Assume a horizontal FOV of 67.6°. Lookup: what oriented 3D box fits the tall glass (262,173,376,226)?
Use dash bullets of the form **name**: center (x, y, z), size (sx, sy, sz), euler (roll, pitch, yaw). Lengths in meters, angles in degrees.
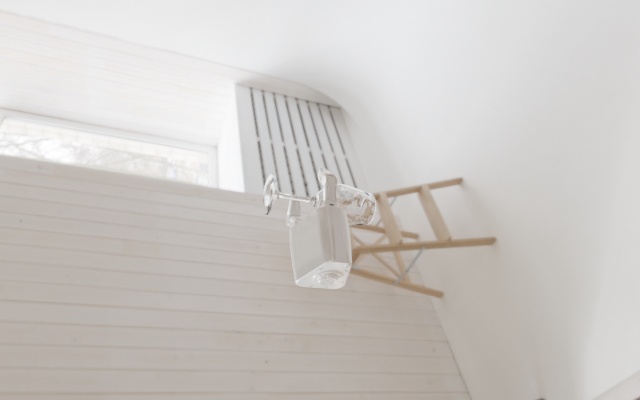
- **tall glass**: center (0.000, 0.003, 0.879), size (0.201, 0.079, 0.079), euler (8, -3, -22)
